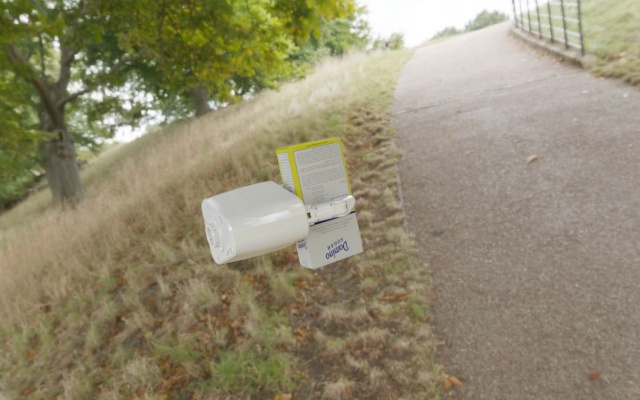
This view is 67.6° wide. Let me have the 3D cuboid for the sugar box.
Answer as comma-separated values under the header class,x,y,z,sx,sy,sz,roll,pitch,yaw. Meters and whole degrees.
class,x,y,z,sx,sy,sz,roll,pitch,yaw
sugar box,0.000,0.002,0.699,0.093,0.176,0.048,-15,10,-29
